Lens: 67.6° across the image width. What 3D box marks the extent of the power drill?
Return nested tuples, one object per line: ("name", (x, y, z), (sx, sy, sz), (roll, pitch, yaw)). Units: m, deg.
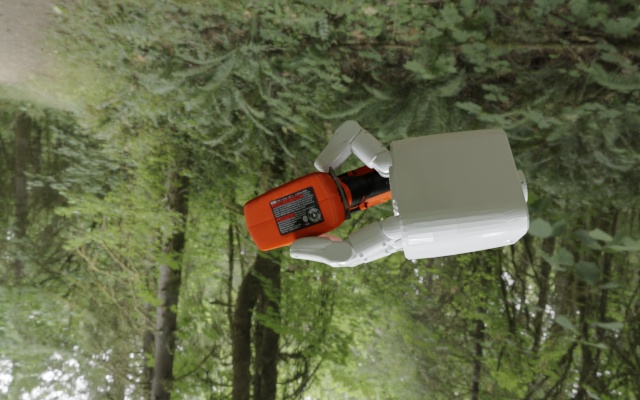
("power drill", (0.000, 0.002, 0.531), (0.184, 0.057, 0.187), (-22, 0, 29))
